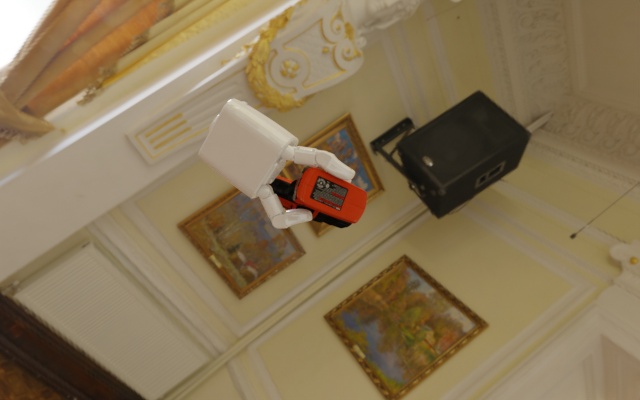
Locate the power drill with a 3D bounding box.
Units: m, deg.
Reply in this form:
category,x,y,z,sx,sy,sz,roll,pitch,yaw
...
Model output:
category,x,y,z,sx,sy,sz,roll,pitch,yaw
power drill,0.000,0.002,0.767,0.184,0.057,0.187,21,-10,-19
